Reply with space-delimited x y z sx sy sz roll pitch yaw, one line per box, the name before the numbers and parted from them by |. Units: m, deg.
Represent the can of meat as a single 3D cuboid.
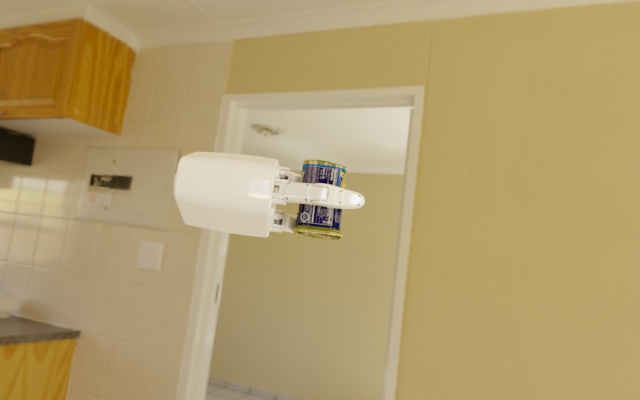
can of meat | 0.000 0.002 0.581 0.057 0.084 0.102 6 -8 0
